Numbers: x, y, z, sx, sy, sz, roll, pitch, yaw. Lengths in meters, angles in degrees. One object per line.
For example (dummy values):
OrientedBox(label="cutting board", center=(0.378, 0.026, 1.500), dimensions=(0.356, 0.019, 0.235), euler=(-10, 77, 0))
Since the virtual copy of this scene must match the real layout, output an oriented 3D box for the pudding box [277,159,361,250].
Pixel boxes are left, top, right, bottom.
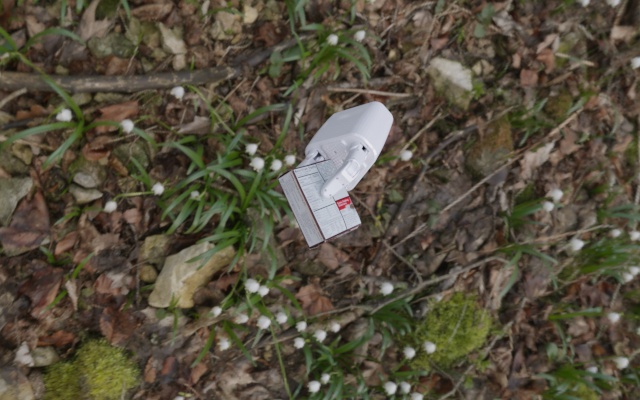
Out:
OrientedBox(label="pudding box", center=(0.000, 0.002, 0.682), dimensions=(0.090, 0.113, 0.039), euler=(-20, -8, -47))
